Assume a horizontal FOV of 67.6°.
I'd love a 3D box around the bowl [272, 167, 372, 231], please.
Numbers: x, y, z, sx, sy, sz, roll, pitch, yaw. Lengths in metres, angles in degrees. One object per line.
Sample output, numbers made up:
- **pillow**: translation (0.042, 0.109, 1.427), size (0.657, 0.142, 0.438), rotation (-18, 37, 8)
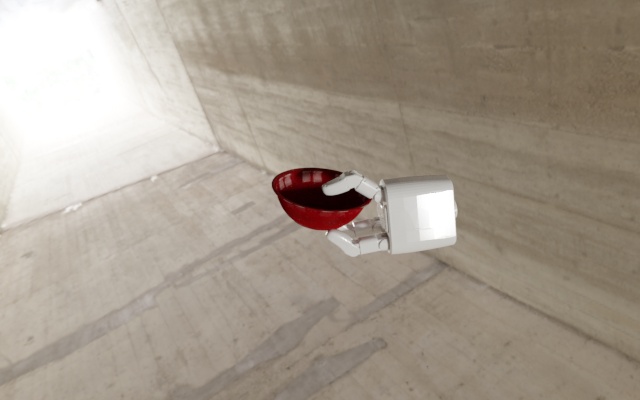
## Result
- **bowl**: translation (-0.001, 0.003, 0.766), size (0.162, 0.055, 0.162), rotation (6, 26, -3)
